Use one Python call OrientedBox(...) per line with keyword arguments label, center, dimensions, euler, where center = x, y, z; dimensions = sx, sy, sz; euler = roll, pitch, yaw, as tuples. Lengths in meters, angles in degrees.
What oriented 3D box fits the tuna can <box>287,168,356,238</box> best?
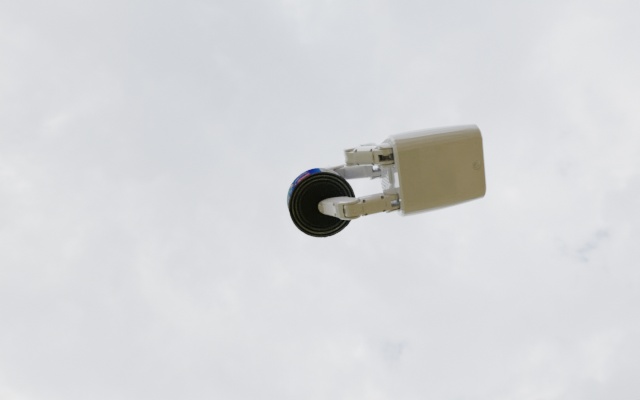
OrientedBox(label="tuna can", center=(0.000, 0.002, 0.609), dimensions=(0.086, 0.086, 0.033), euler=(0, 15, -10))
